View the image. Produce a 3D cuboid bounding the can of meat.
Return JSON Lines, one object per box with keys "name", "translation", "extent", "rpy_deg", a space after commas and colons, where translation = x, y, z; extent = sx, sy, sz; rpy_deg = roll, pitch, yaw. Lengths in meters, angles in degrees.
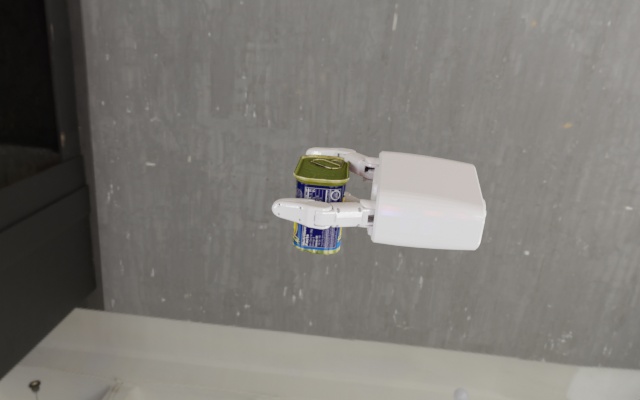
{"name": "can of meat", "translation": [0.000, 0.002, 0.531], "extent": [0.057, 0.084, 0.102], "rpy_deg": [5, 19, 2]}
